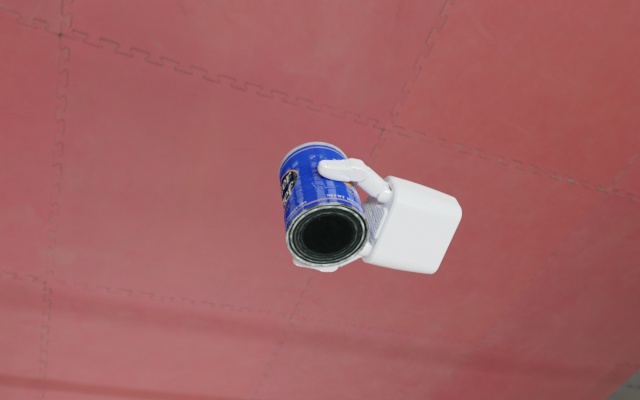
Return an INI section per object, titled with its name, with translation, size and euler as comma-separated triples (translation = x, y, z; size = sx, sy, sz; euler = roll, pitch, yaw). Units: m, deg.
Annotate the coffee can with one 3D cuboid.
[coffee can]
translation = 0.000, 0.002, 0.629
size = 0.103, 0.103, 0.140
euler = 0, 37, -9
